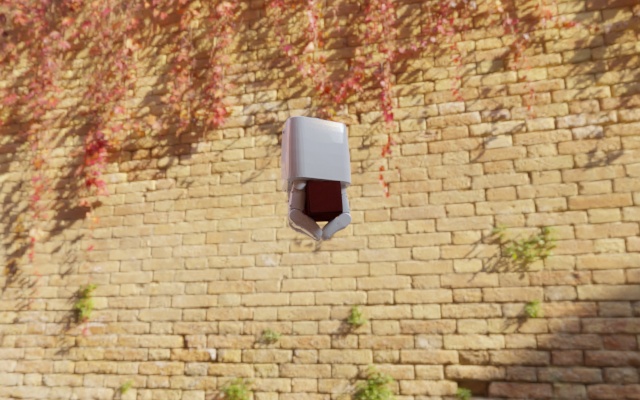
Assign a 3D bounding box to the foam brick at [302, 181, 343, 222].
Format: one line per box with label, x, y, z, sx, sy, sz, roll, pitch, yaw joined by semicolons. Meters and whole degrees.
foam brick;0.000;0.002;0.753;0.053;0.051;0.078;-1;-13;-12
